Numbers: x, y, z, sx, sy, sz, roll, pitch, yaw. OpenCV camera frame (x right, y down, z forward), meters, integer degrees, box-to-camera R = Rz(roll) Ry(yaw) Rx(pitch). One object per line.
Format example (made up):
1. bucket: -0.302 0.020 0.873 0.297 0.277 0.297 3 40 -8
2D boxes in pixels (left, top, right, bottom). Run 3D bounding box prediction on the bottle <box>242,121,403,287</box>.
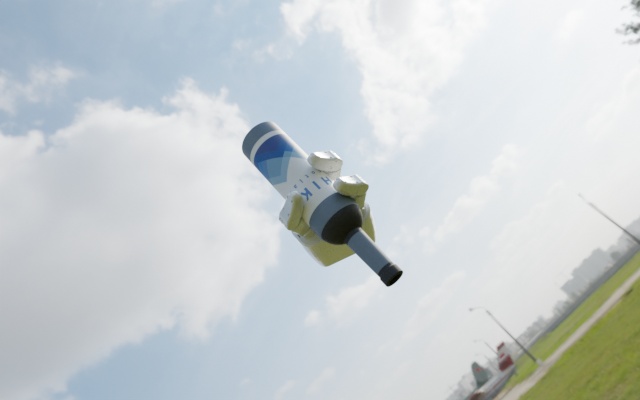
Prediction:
1. bottle: 0.000 0.002 0.645 0.069 0.069 0.295 0 39 -52
